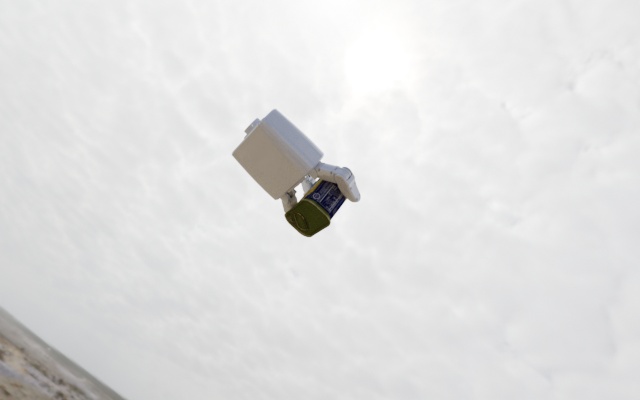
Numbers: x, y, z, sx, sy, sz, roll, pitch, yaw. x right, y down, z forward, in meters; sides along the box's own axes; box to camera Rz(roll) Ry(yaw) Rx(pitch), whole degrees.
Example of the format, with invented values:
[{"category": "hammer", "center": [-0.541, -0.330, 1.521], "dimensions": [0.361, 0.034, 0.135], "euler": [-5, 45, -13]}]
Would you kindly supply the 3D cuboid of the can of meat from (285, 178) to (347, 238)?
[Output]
[{"category": "can of meat", "center": [0.000, 0.002, 0.762], "dimensions": [0.084, 0.057, 0.102], "euler": [-51, 7, -31]}]
